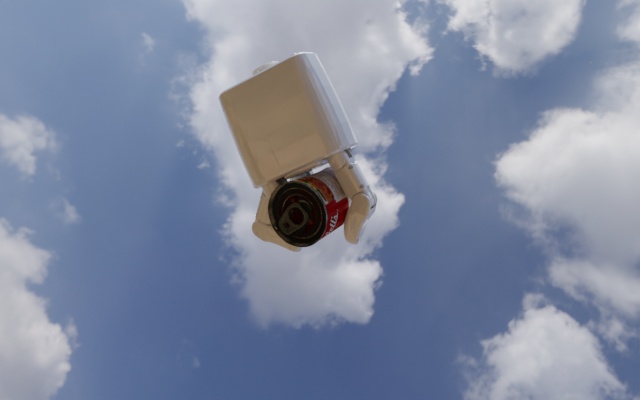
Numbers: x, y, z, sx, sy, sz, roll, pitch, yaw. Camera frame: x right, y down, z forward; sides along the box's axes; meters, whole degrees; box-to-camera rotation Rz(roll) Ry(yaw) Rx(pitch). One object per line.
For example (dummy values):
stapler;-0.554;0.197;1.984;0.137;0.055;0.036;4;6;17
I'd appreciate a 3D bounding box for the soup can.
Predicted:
soup can;0.001;0.002;0.511;0.068;0.068;0.102;0;14;29
